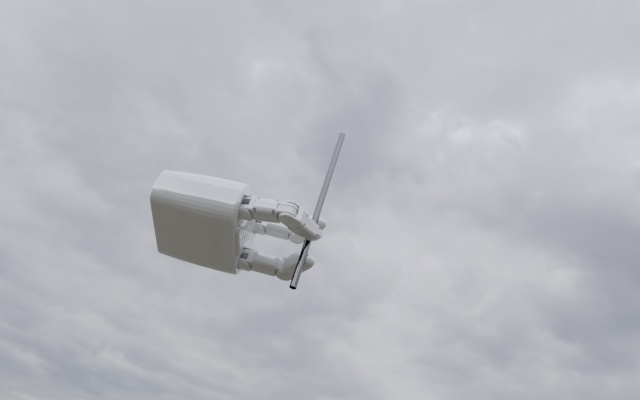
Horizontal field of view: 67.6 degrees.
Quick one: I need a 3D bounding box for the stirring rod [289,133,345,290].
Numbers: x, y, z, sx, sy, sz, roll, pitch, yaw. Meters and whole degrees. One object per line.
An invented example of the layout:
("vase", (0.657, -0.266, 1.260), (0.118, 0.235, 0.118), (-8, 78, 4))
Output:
("stirring rod", (0.000, 0.002, 0.587), (0.011, 0.239, 0.011), (12, -36, 9))
